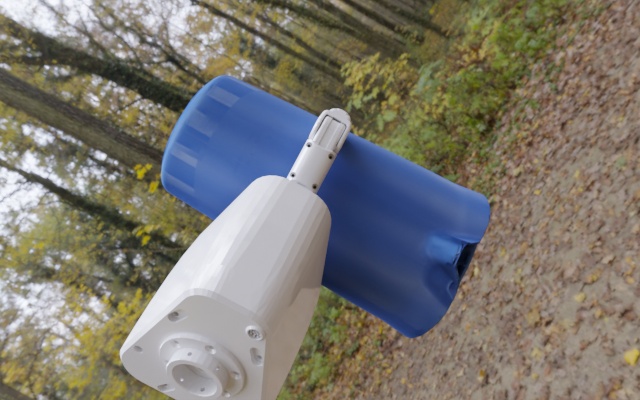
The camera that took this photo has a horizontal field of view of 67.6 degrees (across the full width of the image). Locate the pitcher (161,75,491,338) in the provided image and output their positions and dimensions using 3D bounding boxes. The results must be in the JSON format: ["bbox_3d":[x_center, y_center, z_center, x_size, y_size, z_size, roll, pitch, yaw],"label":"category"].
[{"bbox_3d":[0.000,0.001,0.405,0.243,0.149,0.145,29,39,-2],"label":"pitcher"}]
